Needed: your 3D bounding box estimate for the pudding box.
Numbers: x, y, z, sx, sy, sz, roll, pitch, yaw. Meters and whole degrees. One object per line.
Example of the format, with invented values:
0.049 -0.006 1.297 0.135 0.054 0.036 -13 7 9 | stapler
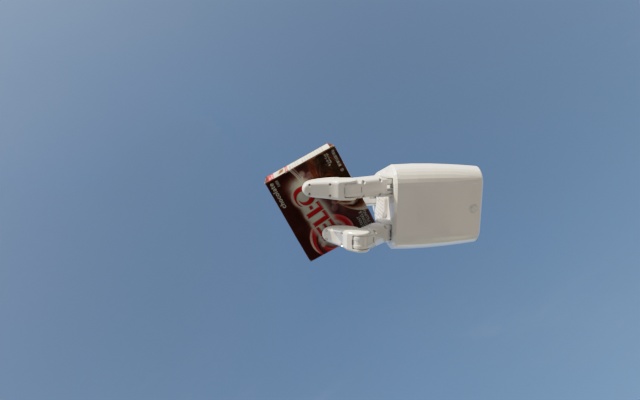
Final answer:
0.000 0.002 0.561 0.090 0.113 0.039 -29 14 1 | pudding box
